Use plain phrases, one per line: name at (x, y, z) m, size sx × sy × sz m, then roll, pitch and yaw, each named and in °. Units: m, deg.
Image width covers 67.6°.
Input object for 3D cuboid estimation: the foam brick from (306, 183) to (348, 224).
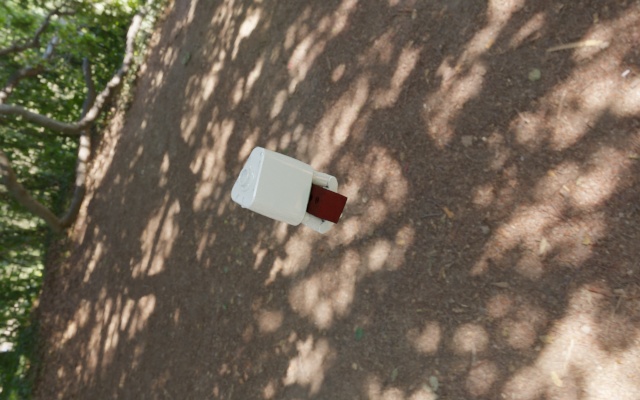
foam brick at (0.000, 0.003, 0.859) m, size 0.051 × 0.053 × 0.078 m, roll 21°, pitch 1°, yaw -35°
